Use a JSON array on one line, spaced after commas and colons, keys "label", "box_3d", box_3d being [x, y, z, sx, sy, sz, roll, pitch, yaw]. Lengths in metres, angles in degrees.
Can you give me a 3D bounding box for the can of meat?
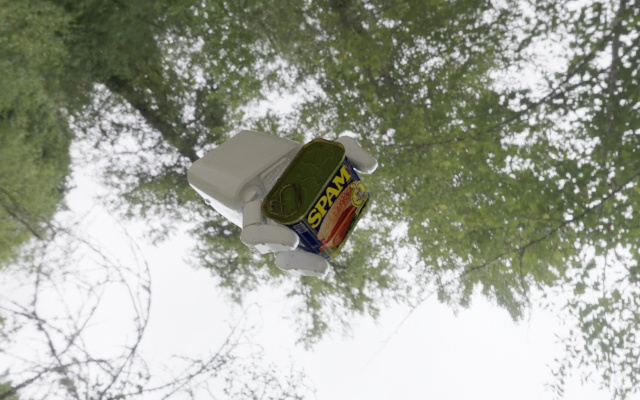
[{"label": "can of meat", "box_3d": [0.000, 0.002, 0.498, 0.057, 0.102, 0.084, 19, -23, 40]}]
